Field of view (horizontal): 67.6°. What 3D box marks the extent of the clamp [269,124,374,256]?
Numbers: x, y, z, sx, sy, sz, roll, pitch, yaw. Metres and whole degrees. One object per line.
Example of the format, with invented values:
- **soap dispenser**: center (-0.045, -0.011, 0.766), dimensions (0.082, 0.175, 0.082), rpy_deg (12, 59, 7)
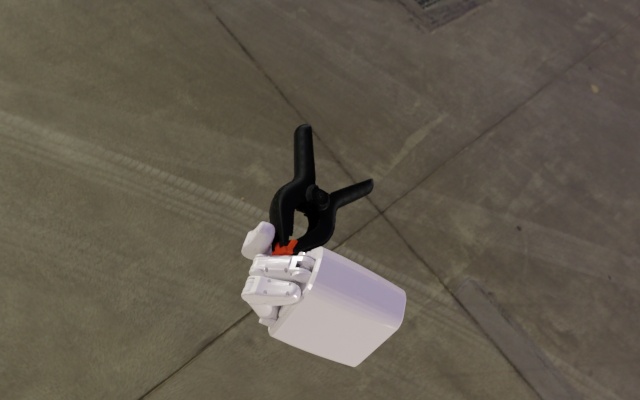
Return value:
- **clamp**: center (0.000, 0.002, 0.548), dimensions (0.120, 0.171, 0.039), rpy_deg (29, -33, -14)
